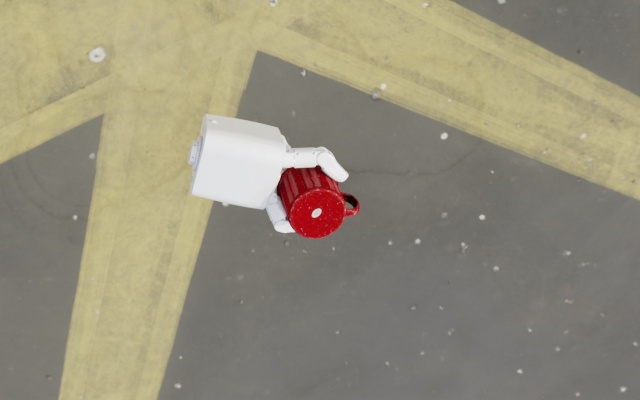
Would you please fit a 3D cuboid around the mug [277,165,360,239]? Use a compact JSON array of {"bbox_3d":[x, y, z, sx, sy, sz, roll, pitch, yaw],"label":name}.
[{"bbox_3d":[0.001,0.003,0.678,0.117,0.093,0.081,9,27,-18],"label":"mug"}]
